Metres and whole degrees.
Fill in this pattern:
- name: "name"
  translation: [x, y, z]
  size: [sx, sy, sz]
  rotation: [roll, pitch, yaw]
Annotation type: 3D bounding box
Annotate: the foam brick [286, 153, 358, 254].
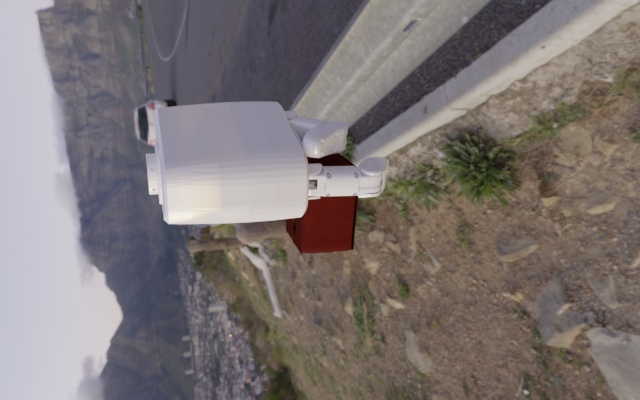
- name: "foam brick"
  translation: [0.000, 0.002, 0.429]
  size: [0.051, 0.078, 0.053]
  rotation: [-5, 23, -20]
